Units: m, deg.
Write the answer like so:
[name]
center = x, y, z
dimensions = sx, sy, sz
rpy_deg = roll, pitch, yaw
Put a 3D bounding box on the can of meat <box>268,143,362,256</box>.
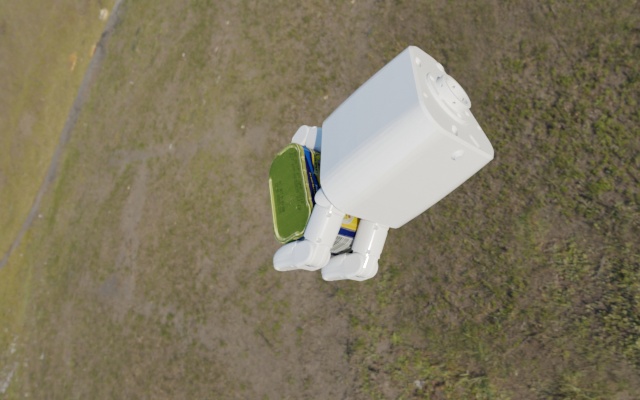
[can of meat]
center = 0.000, 0.001, 0.460
dimensions = 0.084, 0.102, 0.057
rpy_deg = 18, -41, -39
